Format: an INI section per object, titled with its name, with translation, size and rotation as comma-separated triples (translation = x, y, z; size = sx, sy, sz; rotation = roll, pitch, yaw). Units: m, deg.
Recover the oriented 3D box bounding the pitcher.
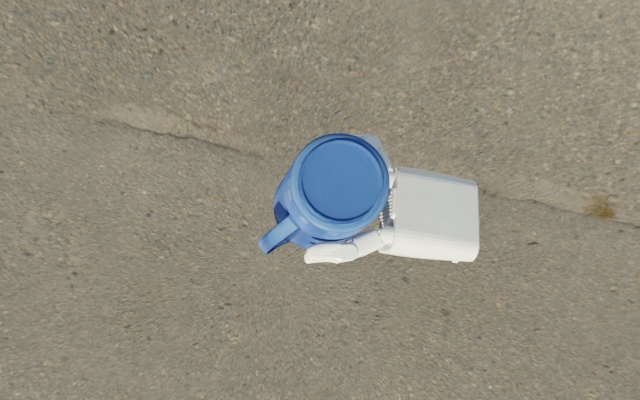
[pitcher]
translation = 0.000, 0.002, 0.612
size = 0.145, 0.149, 0.243
rotation = 9, -8, -5
